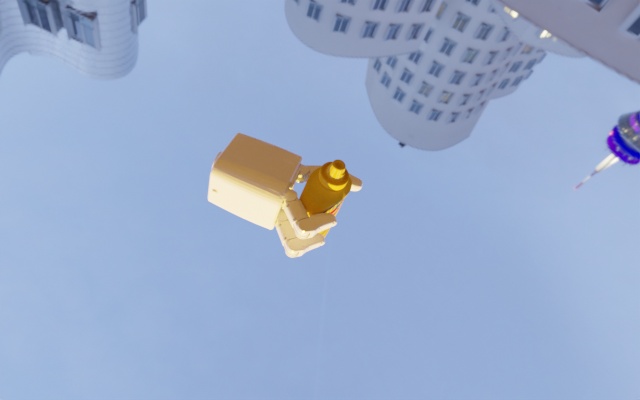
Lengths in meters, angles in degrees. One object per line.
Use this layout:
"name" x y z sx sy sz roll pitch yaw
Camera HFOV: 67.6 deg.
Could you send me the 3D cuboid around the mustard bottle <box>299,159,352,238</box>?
"mustard bottle" 0.000 0.003 0.703 0.096 0.058 0.192 -39 -15 -33
